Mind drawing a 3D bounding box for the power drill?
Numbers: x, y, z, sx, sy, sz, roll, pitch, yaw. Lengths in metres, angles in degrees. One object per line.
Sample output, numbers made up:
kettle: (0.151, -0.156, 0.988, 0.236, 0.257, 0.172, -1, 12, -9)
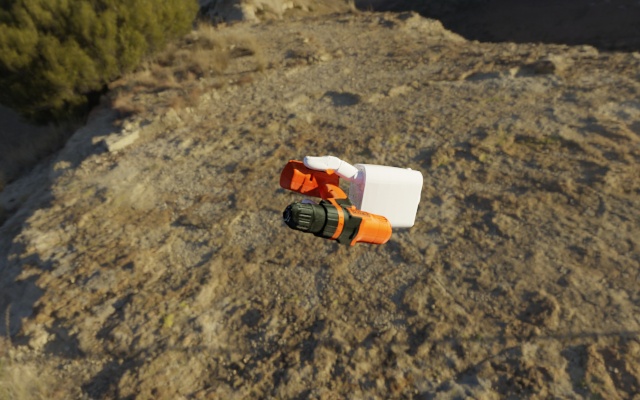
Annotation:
power drill: (0.000, 0.002, 0.761, 0.184, 0.057, 0.187, 13, 24, -32)
